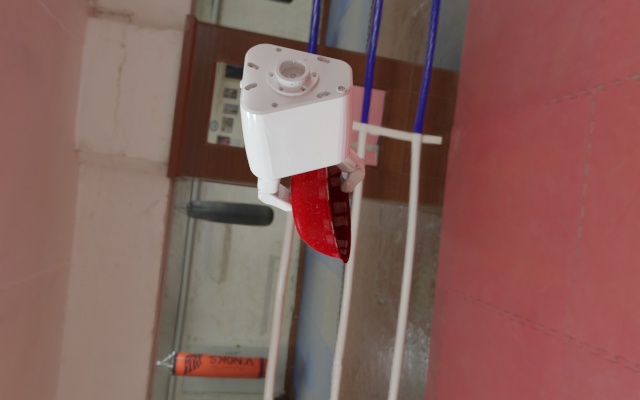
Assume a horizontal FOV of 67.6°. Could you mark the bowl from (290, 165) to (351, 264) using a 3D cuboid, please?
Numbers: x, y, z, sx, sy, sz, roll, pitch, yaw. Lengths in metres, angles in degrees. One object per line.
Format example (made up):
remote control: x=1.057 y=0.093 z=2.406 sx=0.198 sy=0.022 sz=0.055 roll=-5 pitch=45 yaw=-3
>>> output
bowl: x=0.000 y=0.003 z=0.610 sx=0.055 sy=0.162 sz=0.162 roll=-7 pitch=-1 yaw=11
